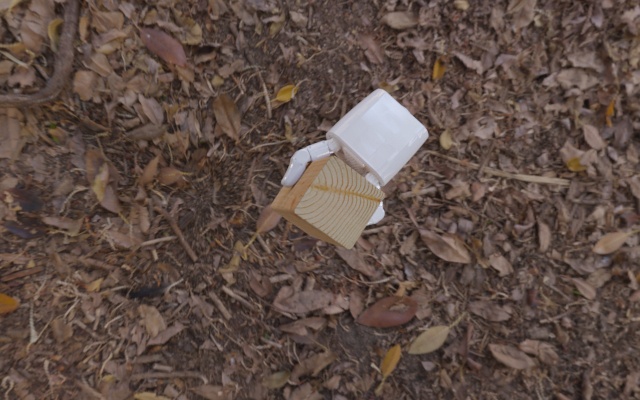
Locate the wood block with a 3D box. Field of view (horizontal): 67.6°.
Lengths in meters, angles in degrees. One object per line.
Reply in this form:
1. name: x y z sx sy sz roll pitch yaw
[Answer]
1. wood block: 0.000 0.002 0.699 0.091 0.090 0.206 36 -8 -12
